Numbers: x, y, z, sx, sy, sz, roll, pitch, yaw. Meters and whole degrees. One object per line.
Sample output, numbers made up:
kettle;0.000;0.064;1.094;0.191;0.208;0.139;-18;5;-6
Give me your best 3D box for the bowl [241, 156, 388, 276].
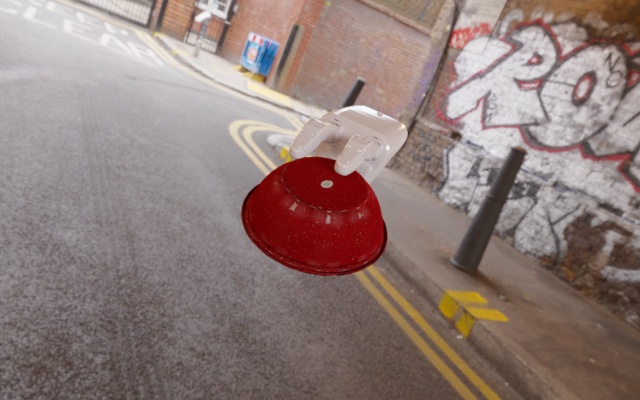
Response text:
bowl;0.000;0.002;0.501;0.162;0.055;0.162;9;38;-8
